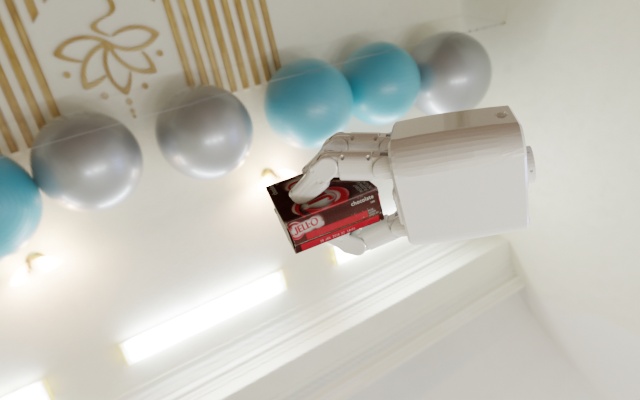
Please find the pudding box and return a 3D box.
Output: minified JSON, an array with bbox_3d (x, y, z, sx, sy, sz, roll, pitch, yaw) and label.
[{"bbox_3d":[0.000,0.002,0.473,0.090,0.039,0.113,-20,20,-9],"label":"pudding box"}]
